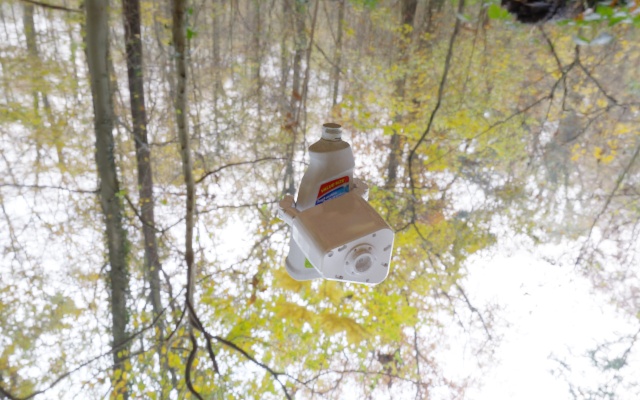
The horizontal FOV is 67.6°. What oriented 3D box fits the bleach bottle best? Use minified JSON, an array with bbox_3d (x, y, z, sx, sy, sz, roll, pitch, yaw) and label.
[{"bbox_3d":[0.000,0.002,0.759,0.102,0.251,0.068,-6,27,-22],"label":"bleach bottle"}]
